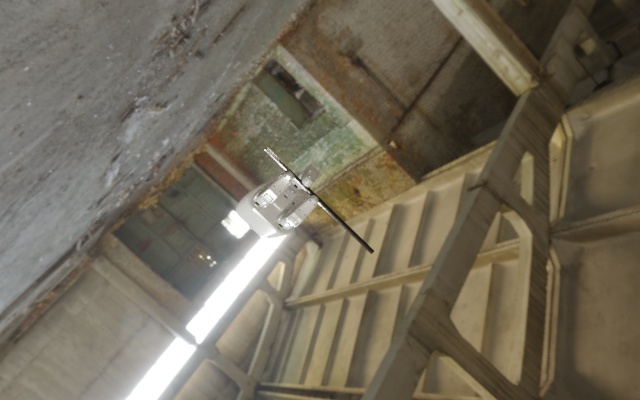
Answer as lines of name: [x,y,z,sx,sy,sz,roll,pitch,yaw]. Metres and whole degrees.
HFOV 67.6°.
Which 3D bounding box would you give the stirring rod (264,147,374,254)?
stirring rod: [0.000,0.002,0.760,0.239,0.011,0.011,44,-10,-10]
